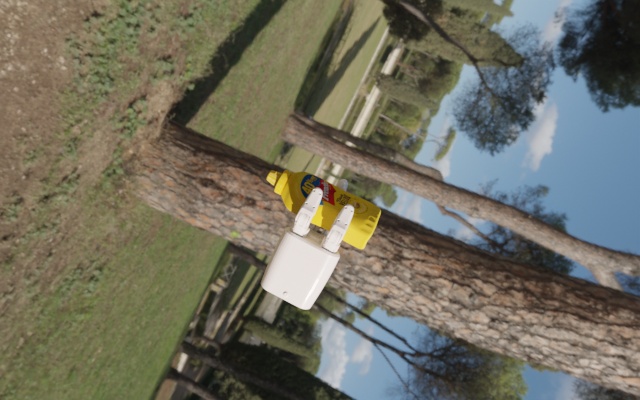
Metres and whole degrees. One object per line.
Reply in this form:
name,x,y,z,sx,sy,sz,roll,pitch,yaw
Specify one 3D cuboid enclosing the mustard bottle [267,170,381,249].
mustard bottle,0.000,0.002,0.778,0.191,0.058,0.096,27,34,2
